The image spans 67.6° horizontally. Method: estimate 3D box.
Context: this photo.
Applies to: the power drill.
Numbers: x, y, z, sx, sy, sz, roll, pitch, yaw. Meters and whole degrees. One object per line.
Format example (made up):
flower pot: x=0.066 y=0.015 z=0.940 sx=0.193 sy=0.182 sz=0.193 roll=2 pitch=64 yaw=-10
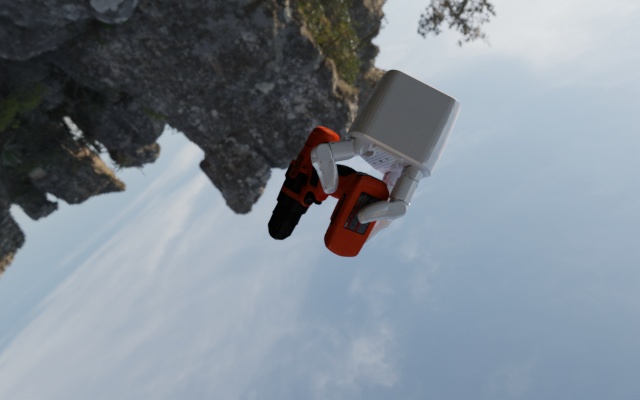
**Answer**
power drill: x=0.000 y=0.002 z=0.656 sx=0.057 sy=0.184 sz=0.187 roll=19 pitch=12 yaw=-34
